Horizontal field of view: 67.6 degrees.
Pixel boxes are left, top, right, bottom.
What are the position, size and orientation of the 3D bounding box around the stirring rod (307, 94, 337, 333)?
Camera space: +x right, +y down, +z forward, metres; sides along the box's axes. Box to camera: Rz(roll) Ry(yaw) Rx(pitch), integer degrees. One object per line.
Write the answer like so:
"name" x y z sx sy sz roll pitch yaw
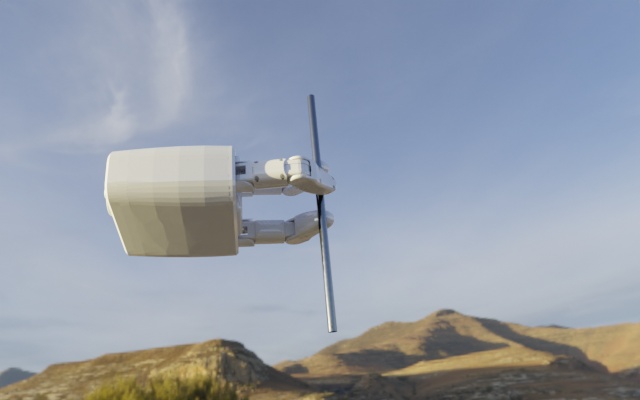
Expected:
"stirring rod" 0.000 0.002 0.452 0.011 0.239 0.011 -5 -23 -2
